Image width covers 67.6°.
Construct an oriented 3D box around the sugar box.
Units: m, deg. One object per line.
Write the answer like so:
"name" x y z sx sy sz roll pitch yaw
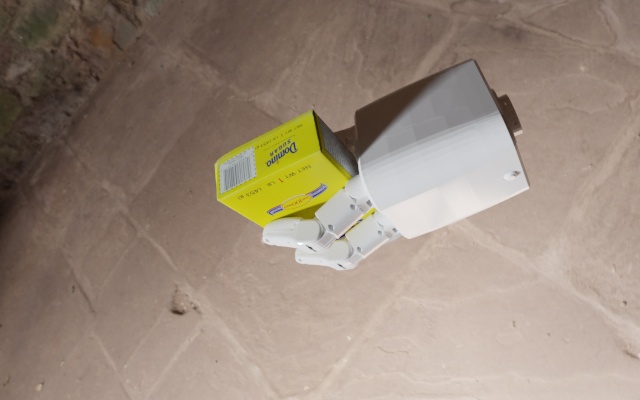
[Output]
"sugar box" 0.000 0.002 0.415 0.093 0.048 0.176 -23 -35 20
